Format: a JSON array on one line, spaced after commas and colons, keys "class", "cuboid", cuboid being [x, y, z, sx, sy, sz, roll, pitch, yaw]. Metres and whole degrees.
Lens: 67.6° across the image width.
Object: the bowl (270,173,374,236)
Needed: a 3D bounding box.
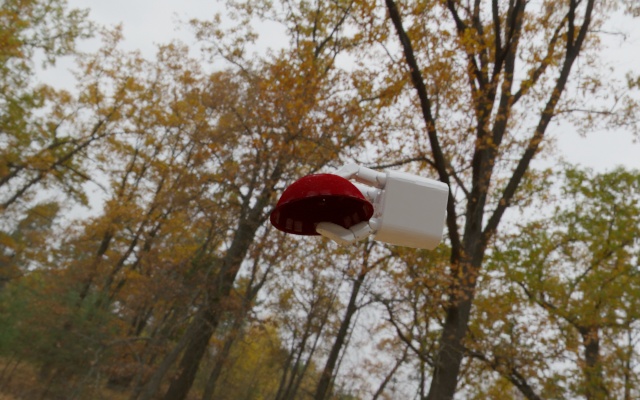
[{"class": "bowl", "cuboid": [-0.001, 0.002, 0.745, 0.162, 0.055, 0.162, -5, -24, -2]}]
